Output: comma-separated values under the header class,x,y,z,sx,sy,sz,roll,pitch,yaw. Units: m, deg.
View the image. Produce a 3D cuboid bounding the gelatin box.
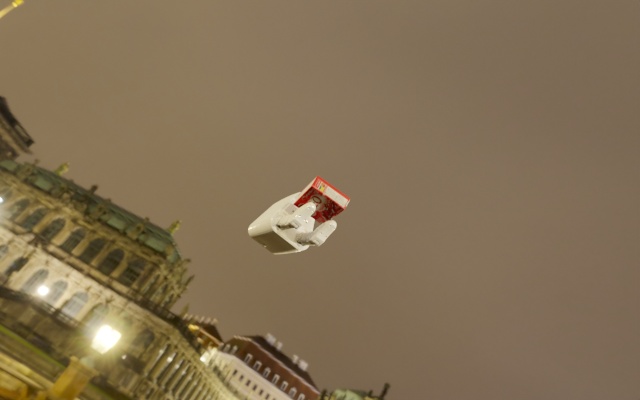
class,x,y,z,sx,sy,sz,roll,pitch,yaw
gelatin box,0.000,0.002,0.871,0.073,0.030,0.089,36,-34,-9
